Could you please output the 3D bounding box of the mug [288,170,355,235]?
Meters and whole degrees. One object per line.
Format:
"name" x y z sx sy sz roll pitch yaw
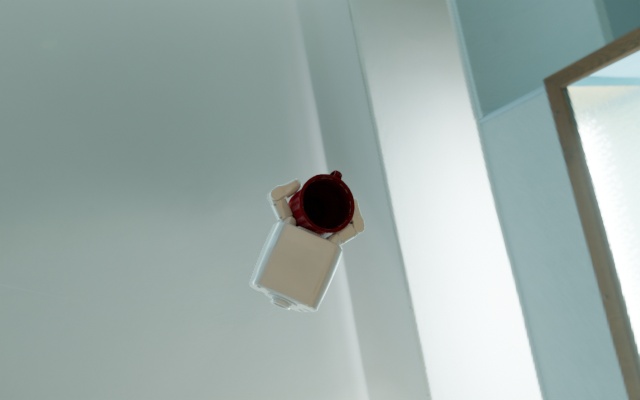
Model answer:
"mug" 0.001 0.001 0.770 0.093 0.117 0.081 30 -23 -14
